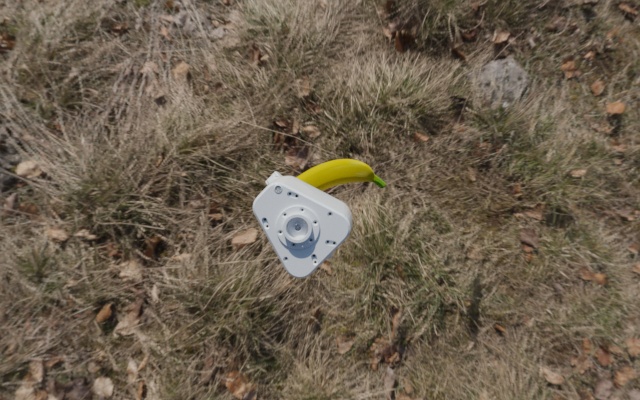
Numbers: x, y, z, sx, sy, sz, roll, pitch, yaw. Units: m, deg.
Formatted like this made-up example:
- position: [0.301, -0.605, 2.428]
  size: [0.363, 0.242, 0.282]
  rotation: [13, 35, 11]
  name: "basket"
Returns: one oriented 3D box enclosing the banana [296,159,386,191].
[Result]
- position: [-0.003, -0.016, 0.716]
  size: [0.198, 0.069, 0.037]
  rotation: [-21, 8, 2]
  name: "banana"
